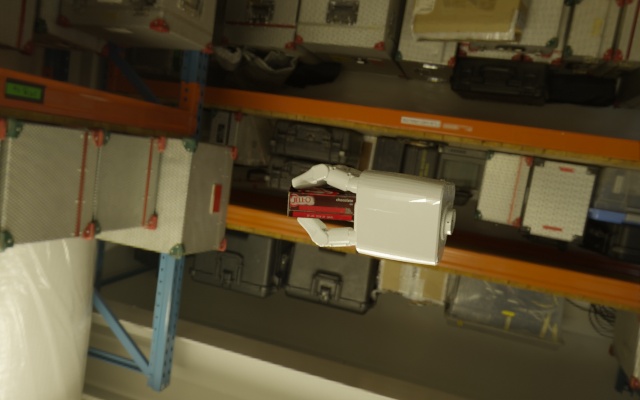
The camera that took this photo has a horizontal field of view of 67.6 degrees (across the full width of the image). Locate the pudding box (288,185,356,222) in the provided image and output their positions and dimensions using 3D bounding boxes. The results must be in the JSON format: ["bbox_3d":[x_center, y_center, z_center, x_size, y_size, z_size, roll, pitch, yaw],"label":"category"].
[{"bbox_3d":[0.000,0.002,0.664,0.090,0.039,0.113,5,4,-3],"label":"pudding box"}]
